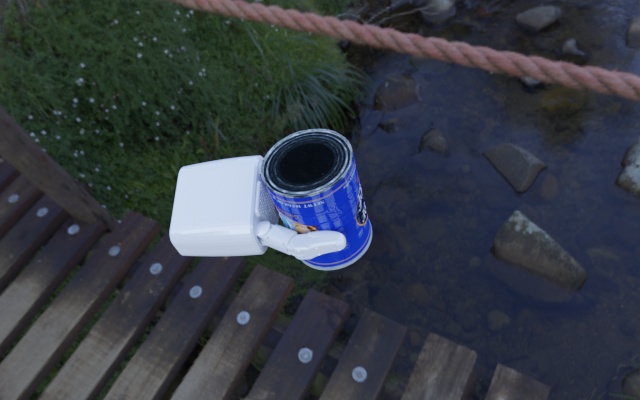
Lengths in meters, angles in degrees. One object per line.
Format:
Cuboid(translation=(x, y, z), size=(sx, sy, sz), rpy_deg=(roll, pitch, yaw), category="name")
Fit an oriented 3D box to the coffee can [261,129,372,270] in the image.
Cuboid(translation=(0.000, 0.002, 0.563), size=(0.103, 0.102, 0.140), rpy_deg=(0, -40, 17), category="coffee can")
